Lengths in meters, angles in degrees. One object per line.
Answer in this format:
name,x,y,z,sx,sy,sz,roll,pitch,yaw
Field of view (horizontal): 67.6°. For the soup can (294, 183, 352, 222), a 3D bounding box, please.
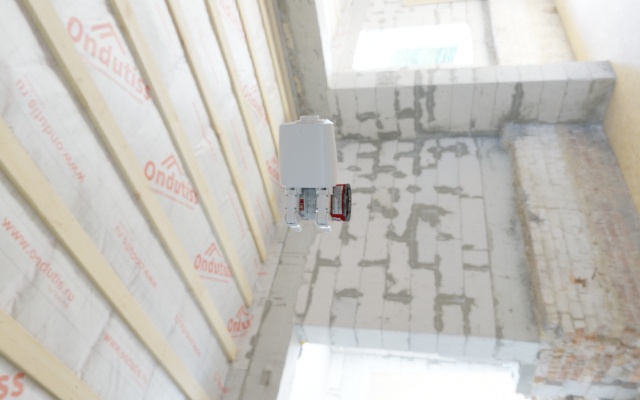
soup can,0.000,0.003,0.848,0.102,0.068,0.068,1,0,13
